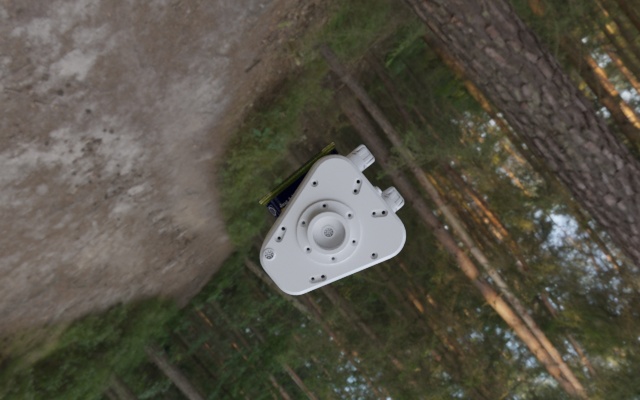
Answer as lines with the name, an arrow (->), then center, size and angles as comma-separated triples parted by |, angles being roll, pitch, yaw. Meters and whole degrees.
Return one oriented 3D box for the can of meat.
can of meat -> 0.000, 0.002, 0.518 | 0.102, 0.084, 0.057 | -39, 1, -2
